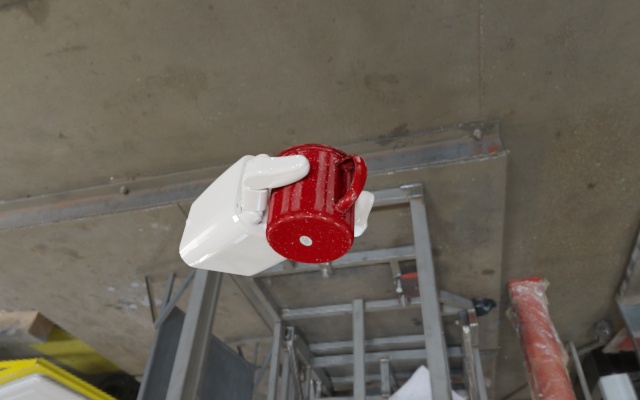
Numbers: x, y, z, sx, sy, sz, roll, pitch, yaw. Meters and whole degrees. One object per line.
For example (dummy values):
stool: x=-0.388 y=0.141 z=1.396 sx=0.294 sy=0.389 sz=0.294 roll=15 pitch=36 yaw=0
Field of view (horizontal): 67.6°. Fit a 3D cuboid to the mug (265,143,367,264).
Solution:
mug: x=0.001 y=0.001 z=0.448 sx=0.093 sy=0.081 sz=0.117 roll=32 pitch=-47 yaw=-30
